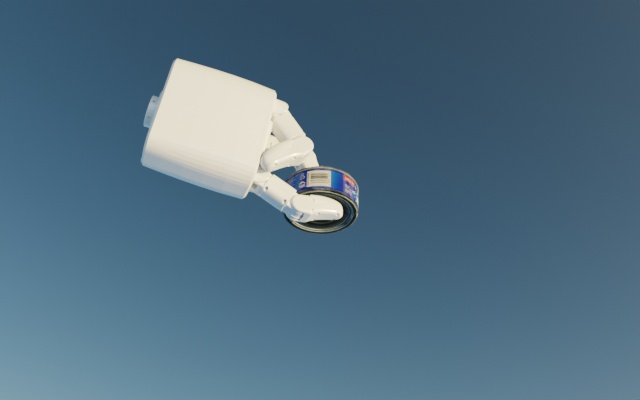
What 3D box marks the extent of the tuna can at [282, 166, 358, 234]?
[{"bbox_3d":[0.000,0.002,0.534,0.086,0.033,0.086,1,-37,1],"label":"tuna can"}]
